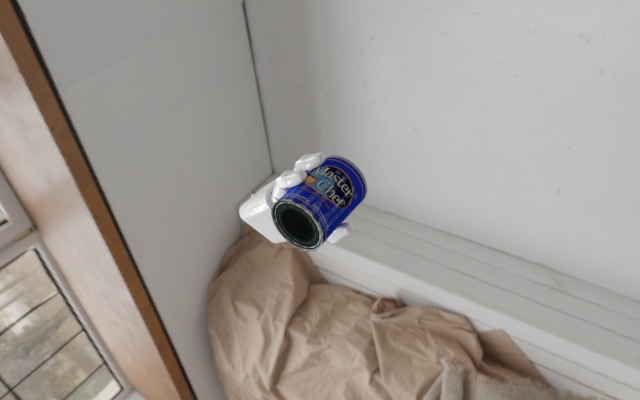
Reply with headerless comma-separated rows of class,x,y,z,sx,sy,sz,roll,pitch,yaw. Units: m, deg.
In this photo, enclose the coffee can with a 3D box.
coffee can,0.000,0.003,0.801,0.103,0.103,0.140,0,33,42
